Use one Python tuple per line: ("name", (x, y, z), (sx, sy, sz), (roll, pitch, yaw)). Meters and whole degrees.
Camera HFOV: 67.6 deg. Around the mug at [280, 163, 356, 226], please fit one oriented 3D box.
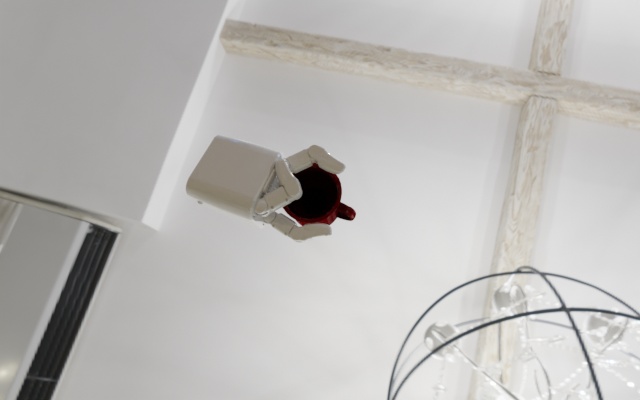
("mug", (0.002, 0.003, 0.733), (0.117, 0.093, 0.081), (20, -13, 11))
